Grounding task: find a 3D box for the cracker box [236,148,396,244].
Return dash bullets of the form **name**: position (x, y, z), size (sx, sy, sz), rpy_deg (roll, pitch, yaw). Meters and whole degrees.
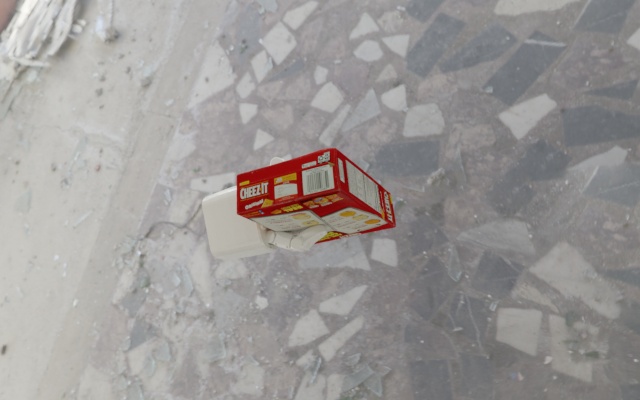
- **cracker box**: position (0.000, 0.003, 0.731), size (0.164, 0.072, 0.214), rpy_deg (-14, -22, 25)
